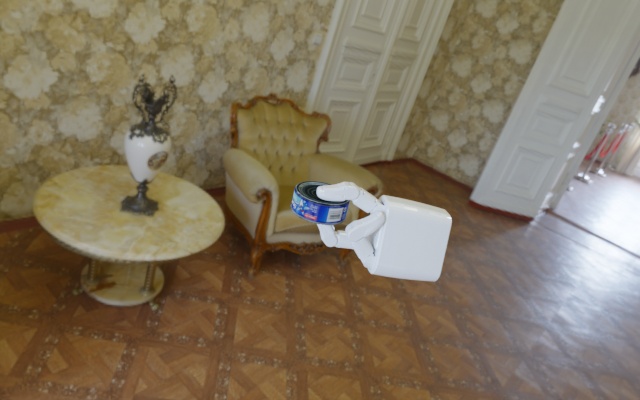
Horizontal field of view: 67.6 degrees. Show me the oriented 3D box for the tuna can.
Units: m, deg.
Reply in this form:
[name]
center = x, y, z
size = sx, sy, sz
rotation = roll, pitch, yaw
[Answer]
[tuna can]
center = 0.000, 0.002, 0.717
size = 0.086, 0.034, 0.086
rotation = 11, 23, -5
